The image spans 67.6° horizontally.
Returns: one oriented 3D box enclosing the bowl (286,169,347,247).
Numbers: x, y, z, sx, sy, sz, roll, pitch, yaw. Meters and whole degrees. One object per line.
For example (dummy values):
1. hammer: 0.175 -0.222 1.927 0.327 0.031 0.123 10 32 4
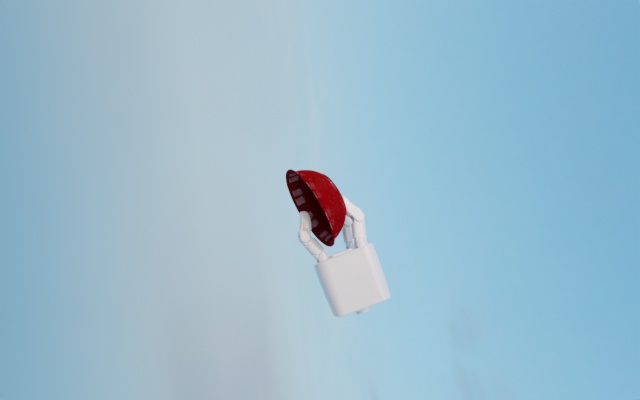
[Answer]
1. bowl: 0.000 0.001 0.881 0.055 0.162 0.162 -31 10 -17
